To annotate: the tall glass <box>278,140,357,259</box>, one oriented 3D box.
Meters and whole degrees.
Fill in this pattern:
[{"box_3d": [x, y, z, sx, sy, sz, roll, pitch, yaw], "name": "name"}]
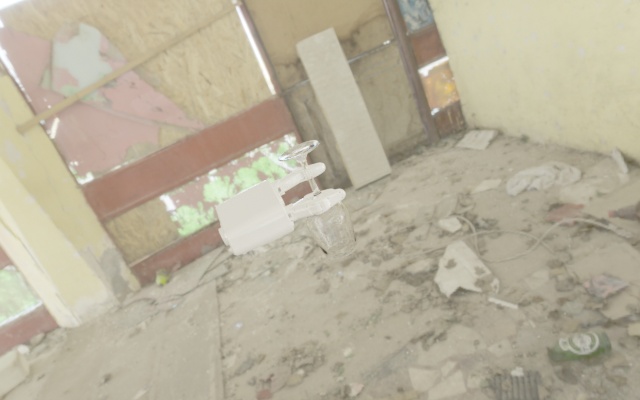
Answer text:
[{"box_3d": [0.000, 0.002, 0.823, 0.079, 0.201, 0.079, -21, 21, 8], "name": "tall glass"}]
